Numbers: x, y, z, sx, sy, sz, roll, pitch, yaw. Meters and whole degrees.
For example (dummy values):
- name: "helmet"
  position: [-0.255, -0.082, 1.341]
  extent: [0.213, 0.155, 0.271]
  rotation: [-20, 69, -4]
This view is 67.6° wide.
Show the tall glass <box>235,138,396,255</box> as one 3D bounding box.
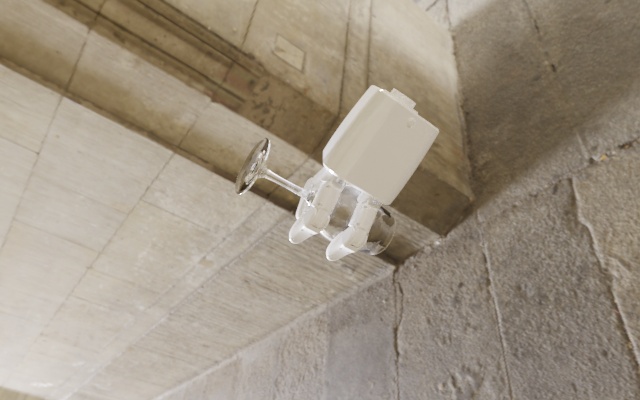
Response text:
- name: "tall glass"
  position: [-0.001, 0.002, 0.594]
  extent: [0.201, 0.079, 0.079]
  rotation: [28, -13, -25]
